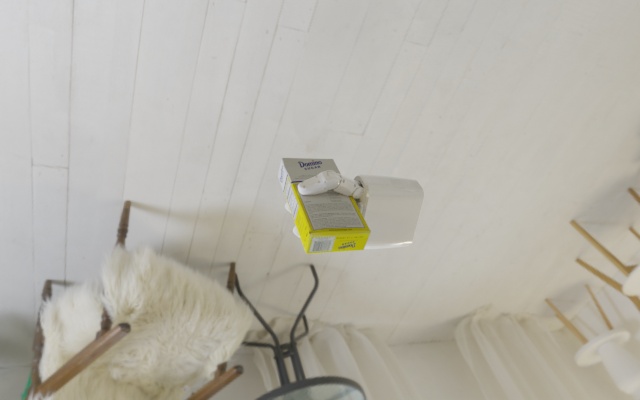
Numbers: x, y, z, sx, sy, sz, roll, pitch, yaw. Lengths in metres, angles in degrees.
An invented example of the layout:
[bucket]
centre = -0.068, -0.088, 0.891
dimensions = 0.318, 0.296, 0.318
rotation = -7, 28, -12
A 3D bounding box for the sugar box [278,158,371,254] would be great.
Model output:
[sugar box]
centre = 0.000, 0.003, 0.729
dimensions = 0.093, 0.048, 0.176
rotation = 0, 38, -21
